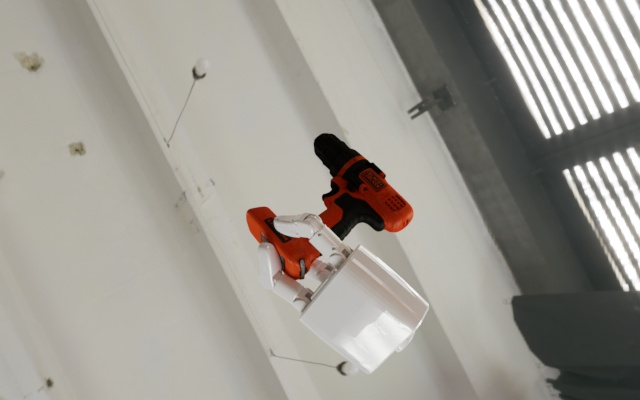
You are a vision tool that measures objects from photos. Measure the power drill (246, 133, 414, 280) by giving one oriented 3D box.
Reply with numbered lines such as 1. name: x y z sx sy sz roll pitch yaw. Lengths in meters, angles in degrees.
1. power drill: 0.000 0.002 0.625 0.187 0.184 0.057 -32 -30 -21
